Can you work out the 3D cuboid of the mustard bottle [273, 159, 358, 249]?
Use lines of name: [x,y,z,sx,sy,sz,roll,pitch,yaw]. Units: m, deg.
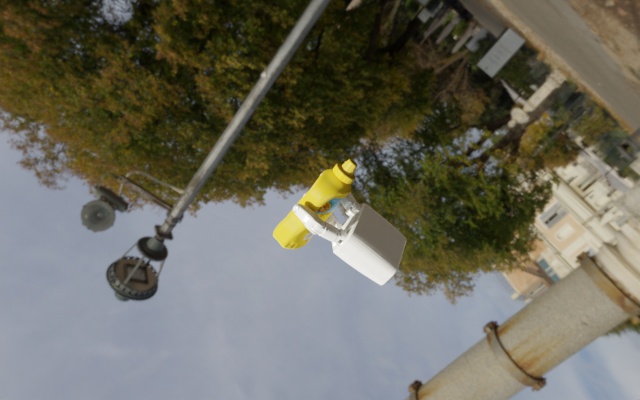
mustard bottle: [0.000,0.003,0.844,0.192,0.058,0.096,-49,-17,24]
